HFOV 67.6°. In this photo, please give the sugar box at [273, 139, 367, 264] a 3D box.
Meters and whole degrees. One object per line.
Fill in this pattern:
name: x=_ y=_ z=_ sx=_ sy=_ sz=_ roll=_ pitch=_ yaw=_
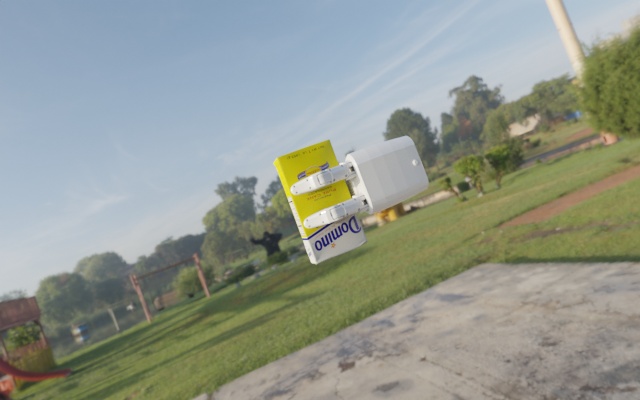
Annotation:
sugar box: x=0.000 y=0.002 z=0.755 sx=0.093 sy=0.176 sz=0.048 roll=-21 pitch=-2 yaw=-14
